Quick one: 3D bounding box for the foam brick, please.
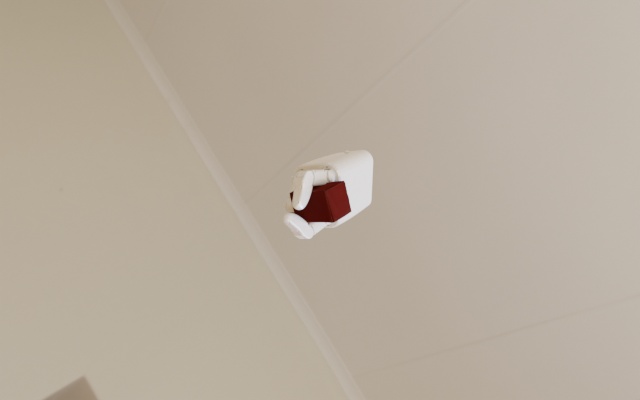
[{"bbox_3d":[0.000,0.003,0.743,0.078,0.053,0.051,-2,17,42],"label":"foam brick"}]
